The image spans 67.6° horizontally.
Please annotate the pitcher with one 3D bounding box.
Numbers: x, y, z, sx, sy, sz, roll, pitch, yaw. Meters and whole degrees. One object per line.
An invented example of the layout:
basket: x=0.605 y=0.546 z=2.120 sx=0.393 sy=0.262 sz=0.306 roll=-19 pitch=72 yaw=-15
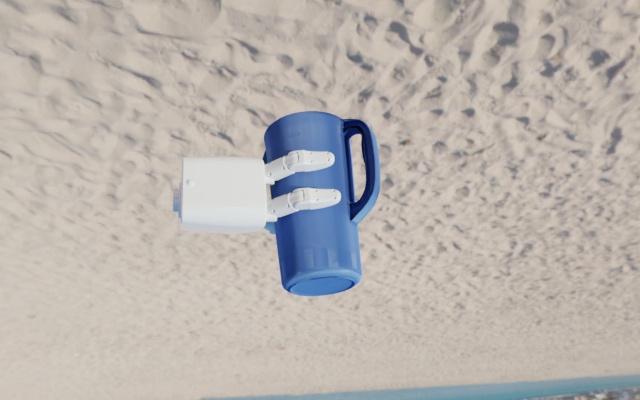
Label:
pitcher: x=0.000 y=0.002 z=0.674 sx=0.145 sy=0.242 sz=0.149 roll=2 pitch=-26 yaw=-17
